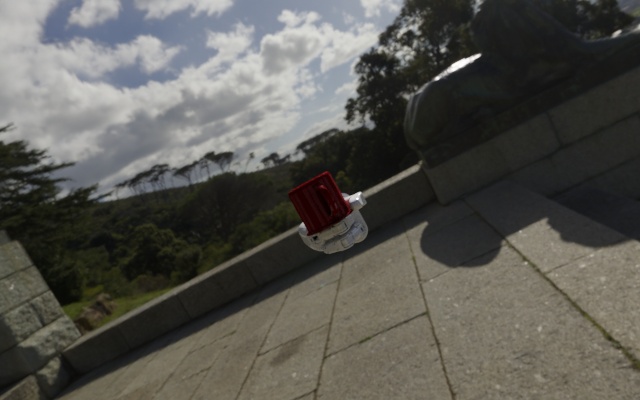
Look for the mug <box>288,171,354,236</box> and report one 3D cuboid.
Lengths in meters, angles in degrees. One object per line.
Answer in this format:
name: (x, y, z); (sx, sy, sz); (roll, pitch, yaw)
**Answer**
mug: (0.000, 0.002, 0.808); (0.093, 0.081, 0.117); (-30, 4, -12)
